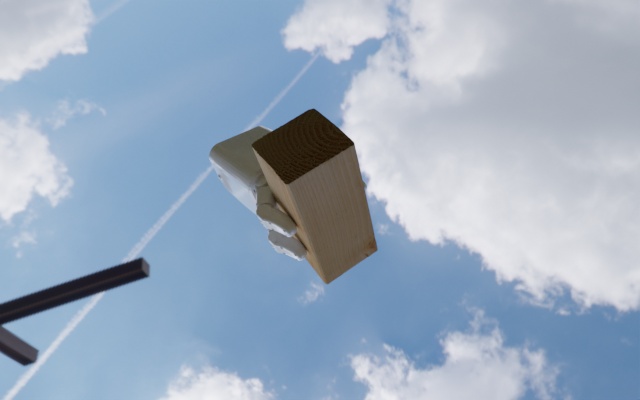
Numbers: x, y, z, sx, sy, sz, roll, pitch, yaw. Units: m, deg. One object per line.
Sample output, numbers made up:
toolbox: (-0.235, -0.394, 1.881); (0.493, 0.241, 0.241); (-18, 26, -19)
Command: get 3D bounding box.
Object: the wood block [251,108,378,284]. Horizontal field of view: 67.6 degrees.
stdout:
wood block: (0.000, 0.002, 0.605); (0.091, 0.206, 0.090); (-33, 50, -12)
